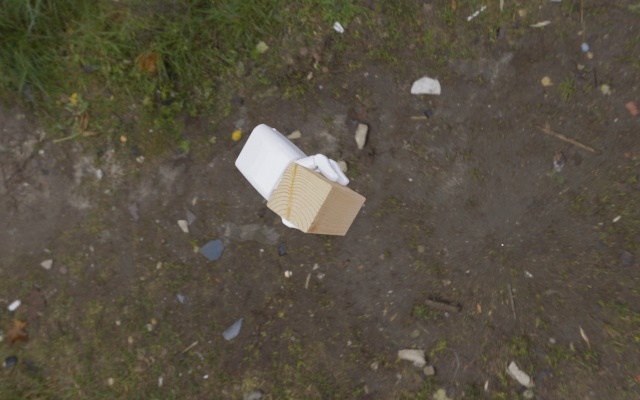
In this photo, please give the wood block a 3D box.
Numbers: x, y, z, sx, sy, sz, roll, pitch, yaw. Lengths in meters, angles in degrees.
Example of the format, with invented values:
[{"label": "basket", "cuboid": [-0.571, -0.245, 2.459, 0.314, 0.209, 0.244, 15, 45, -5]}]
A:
[{"label": "wood block", "cuboid": [0.000, 0.003, 0.882, 0.090, 0.091, 0.206, 33, 7, 20]}]
